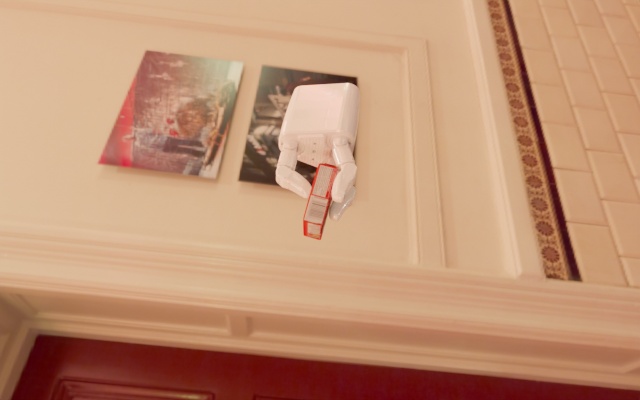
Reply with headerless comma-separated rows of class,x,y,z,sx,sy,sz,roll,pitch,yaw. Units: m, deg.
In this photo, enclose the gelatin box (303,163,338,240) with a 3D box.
gelatin box,0.000,0.002,0.669,0.030,0.089,0.073,14,-21,3
